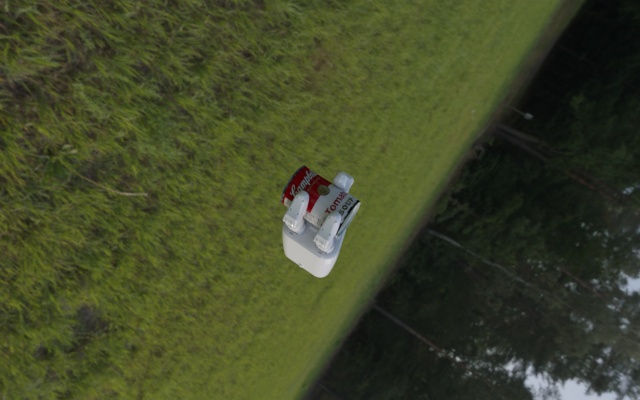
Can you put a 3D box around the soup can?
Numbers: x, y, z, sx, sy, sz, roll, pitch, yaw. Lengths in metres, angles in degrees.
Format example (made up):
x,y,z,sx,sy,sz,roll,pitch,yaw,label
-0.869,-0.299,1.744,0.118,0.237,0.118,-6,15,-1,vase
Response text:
x,y,z,sx,sy,sz,roll,pitch,yaw,label
0.000,0.002,0.717,0.102,0.068,0.068,33,7,11,soup can
